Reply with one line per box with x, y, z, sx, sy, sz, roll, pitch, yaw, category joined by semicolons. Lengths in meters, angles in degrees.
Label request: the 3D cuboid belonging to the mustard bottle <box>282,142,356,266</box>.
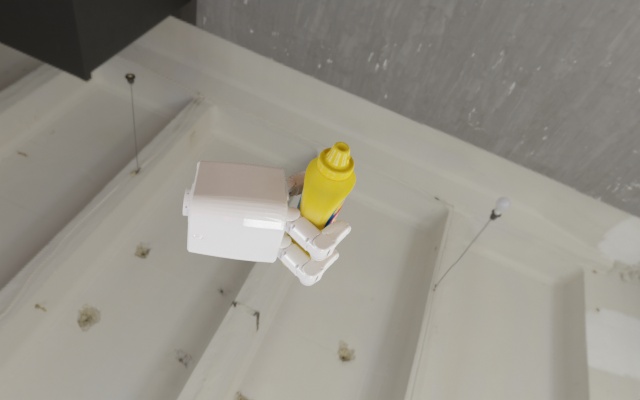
0.000;0.002;0.585;0.058;0.096;0.192;25;-42;5;mustard bottle
